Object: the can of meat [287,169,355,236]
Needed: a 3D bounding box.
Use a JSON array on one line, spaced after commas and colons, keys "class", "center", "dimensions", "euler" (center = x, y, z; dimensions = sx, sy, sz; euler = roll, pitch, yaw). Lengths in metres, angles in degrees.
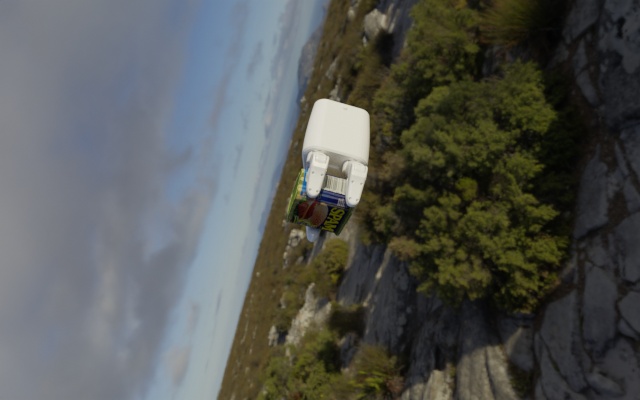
[{"class": "can of meat", "center": [0.000, 0.002, 0.700], "dimensions": [0.084, 0.057, 0.102], "euler": [14, -32, -7]}]
